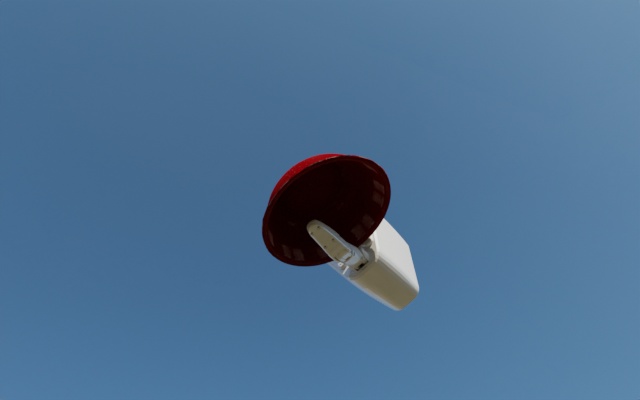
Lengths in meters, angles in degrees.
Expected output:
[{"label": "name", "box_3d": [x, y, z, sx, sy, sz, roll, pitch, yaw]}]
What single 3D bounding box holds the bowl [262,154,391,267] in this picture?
[{"label": "bowl", "box_3d": [-0.001, 0.001, 0.564, 0.162, 0.162, 0.055, 0, 37, -30]}]
